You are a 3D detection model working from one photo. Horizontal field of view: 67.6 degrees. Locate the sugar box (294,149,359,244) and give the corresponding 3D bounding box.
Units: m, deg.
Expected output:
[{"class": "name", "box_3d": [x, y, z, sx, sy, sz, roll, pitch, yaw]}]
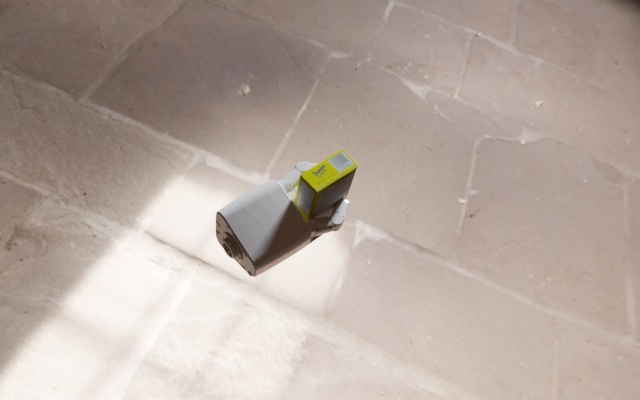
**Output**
[{"class": "sugar box", "box_3d": [0.000, 0.002, 0.789, 0.093, 0.048, 0.176, -33, -20, -30]}]
